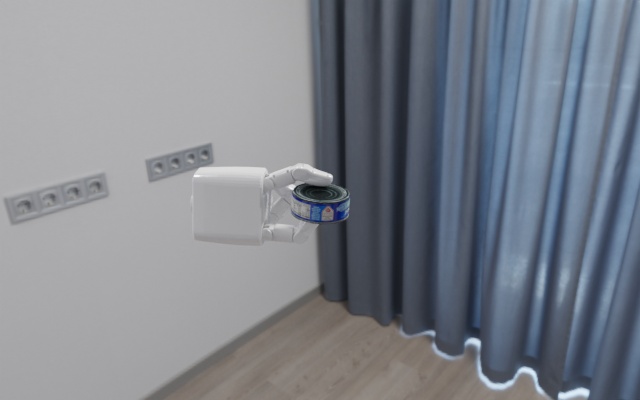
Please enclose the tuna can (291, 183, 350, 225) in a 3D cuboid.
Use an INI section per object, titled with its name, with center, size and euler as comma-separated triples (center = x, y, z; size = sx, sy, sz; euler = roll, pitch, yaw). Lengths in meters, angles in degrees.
[tuna can]
center = 0.000, 0.002, 0.695
size = 0.086, 0.034, 0.086
euler = 4, 22, -1
